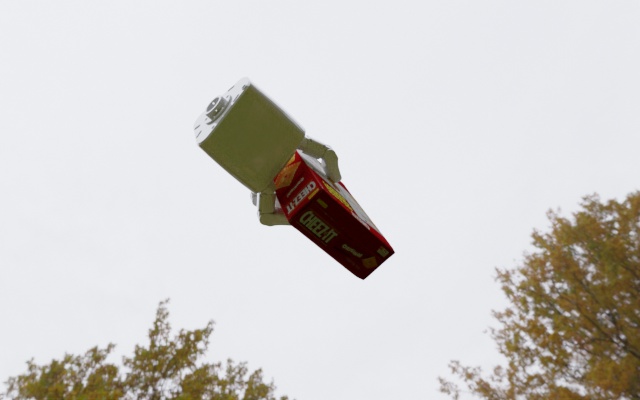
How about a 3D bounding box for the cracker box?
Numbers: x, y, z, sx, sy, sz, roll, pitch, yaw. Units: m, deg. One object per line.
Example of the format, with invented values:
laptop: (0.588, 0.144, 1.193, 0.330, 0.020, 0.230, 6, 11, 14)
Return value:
cracker box: (0.000, 0.002, 0.719, 0.164, 0.072, 0.213, 40, 10, -32)
